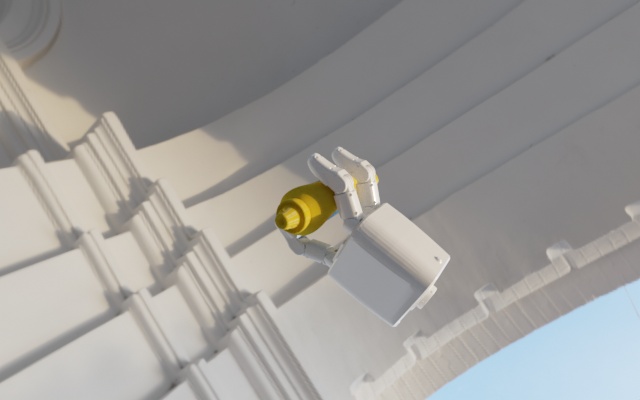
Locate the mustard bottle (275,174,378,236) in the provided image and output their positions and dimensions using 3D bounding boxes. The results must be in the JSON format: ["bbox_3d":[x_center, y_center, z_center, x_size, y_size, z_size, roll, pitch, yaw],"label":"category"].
[{"bbox_3d":[0.000,0.002,0.613,0.096,0.058,0.191,-30,-1,31],"label":"mustard bottle"}]
